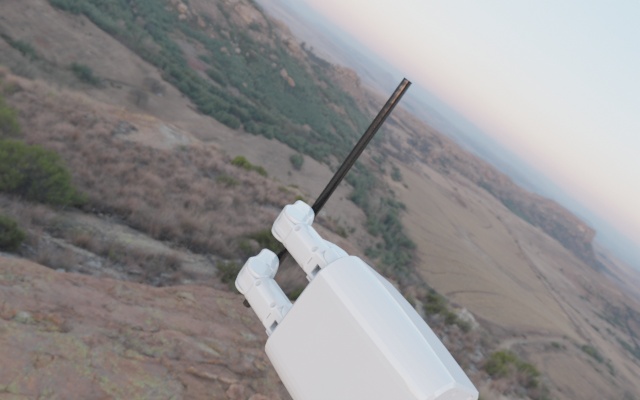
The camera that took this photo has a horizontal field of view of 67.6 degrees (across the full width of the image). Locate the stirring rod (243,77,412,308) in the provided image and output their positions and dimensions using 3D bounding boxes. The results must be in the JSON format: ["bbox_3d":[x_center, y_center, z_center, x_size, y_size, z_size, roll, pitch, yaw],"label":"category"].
[{"bbox_3d":[0.000,0.001,0.401,0.011,0.239,0.011,32,17,-11],"label":"stirring rod"}]
